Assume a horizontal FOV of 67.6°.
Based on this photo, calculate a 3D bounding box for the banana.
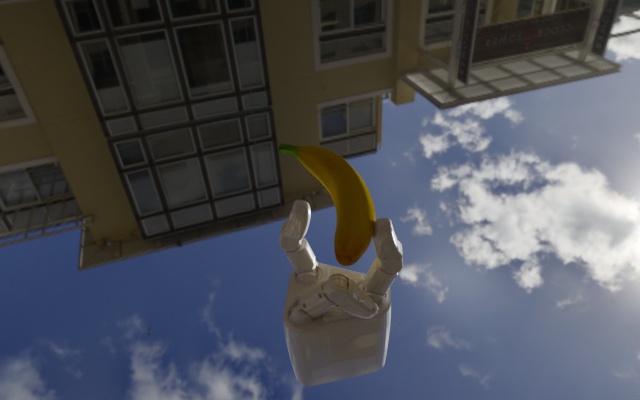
[{"bbox_3d":[0.016,-0.005,0.486,0.069,0.037,0.197,-15,39,-14],"label":"banana"}]
